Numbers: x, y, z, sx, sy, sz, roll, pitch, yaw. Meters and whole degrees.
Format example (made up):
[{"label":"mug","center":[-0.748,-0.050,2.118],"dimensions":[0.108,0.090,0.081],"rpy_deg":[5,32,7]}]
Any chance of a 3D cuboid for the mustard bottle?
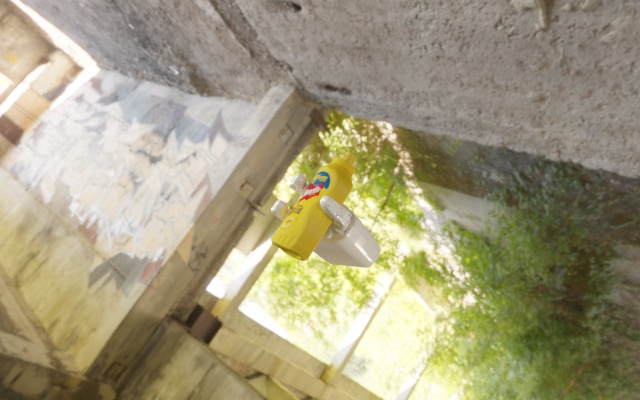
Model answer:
[{"label":"mustard bottle","center":[0.000,0.003,0.761],"dimensions":[0.058,0.191,0.096],"rpy_deg":[39,-14,-19]}]
